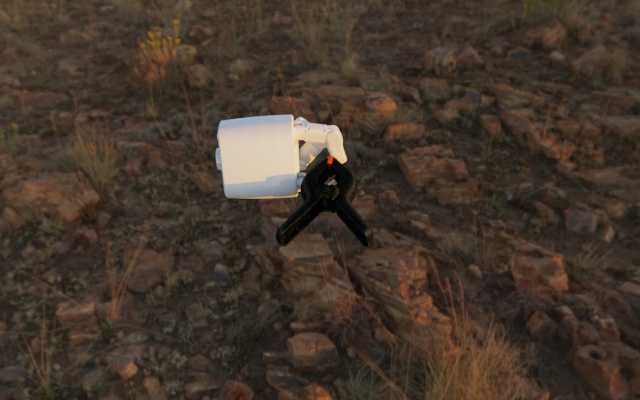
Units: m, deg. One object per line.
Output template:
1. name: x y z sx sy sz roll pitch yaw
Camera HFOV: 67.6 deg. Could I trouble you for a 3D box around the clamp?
1. clamp: 0.000 0.002 0.640 0.120 0.039 0.171 -2 38 -4
